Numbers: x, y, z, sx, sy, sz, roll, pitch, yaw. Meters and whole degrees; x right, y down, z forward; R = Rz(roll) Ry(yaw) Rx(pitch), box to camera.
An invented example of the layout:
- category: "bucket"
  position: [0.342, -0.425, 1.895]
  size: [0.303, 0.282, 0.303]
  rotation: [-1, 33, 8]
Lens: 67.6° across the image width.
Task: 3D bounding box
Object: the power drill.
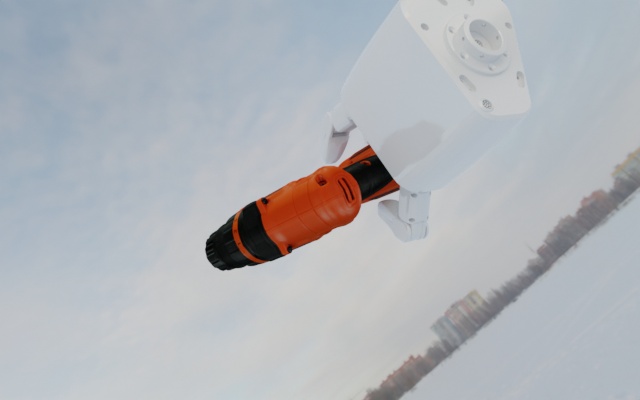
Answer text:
- category: "power drill"
  position: [0.000, 0.001, 0.445]
  size: [0.184, 0.057, 0.187]
  rotation: [-24, 4, 44]
